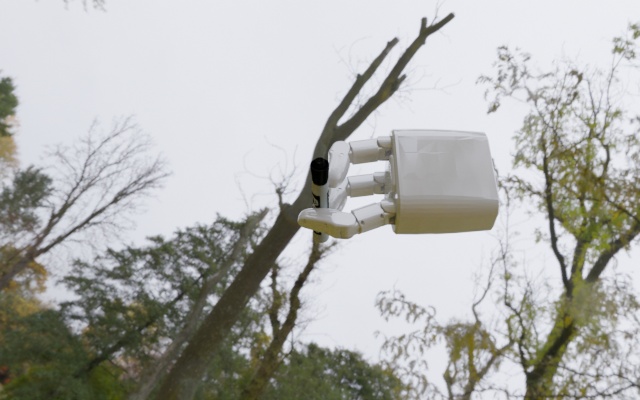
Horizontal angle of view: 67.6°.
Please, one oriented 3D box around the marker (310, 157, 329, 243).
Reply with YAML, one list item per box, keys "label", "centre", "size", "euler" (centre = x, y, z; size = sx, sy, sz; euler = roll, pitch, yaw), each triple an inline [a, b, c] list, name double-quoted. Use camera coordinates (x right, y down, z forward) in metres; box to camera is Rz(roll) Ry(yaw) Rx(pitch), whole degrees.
- label: "marker"
  centre: [0.000, 0.002, 0.504]
  size: [0.020, 0.020, 0.121]
  euler: [0, -42, 1]
